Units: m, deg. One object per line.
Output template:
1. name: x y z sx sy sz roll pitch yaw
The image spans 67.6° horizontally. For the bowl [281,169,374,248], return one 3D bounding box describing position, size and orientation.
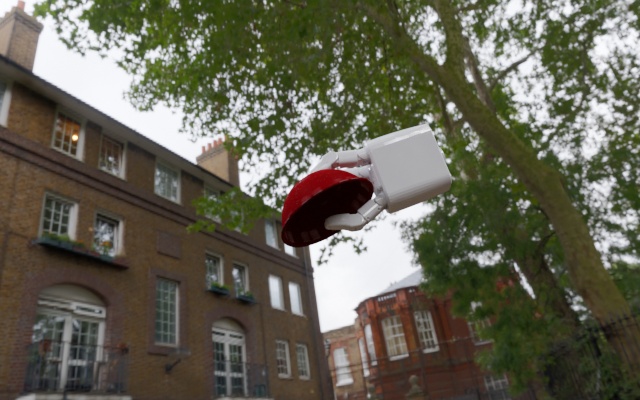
1. bowl: -0.001 0.003 0.733 0.162 0.055 0.162 -27 -27 -15
